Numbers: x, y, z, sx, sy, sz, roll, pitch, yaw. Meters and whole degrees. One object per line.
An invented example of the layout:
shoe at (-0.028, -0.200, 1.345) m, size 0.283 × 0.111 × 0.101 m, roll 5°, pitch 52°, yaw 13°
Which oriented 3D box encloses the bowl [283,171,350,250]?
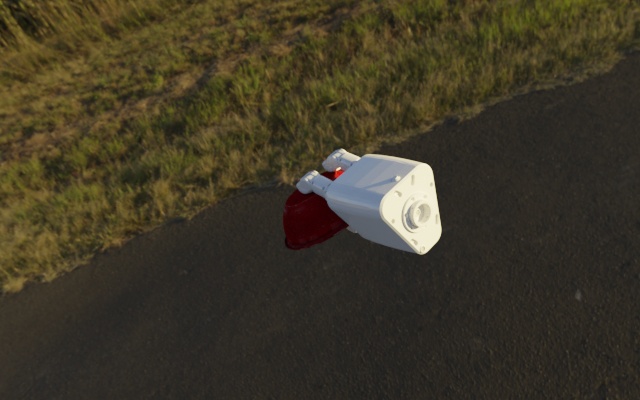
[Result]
bowl at (-0.001, 0.002, 0.718) m, size 0.162 × 0.055 × 0.162 m, roll -31°, pitch 17°, yaw 11°
